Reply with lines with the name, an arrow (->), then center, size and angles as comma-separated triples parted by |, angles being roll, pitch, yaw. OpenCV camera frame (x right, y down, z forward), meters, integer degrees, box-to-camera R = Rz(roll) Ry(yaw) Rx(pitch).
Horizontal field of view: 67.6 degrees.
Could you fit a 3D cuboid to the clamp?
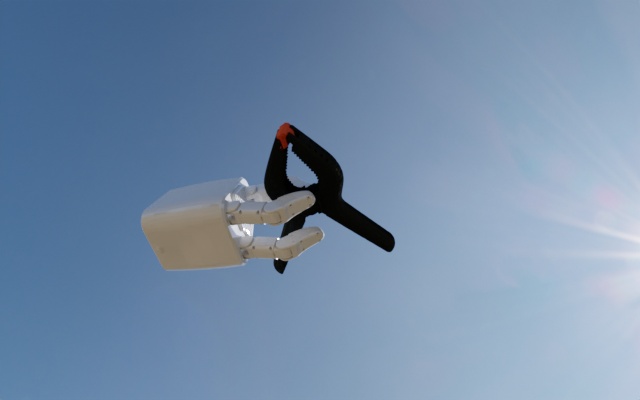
clamp -> 0.000, 0.001, 0.581 | 0.164, 0.210, 0.036 | -8, 34, 8
